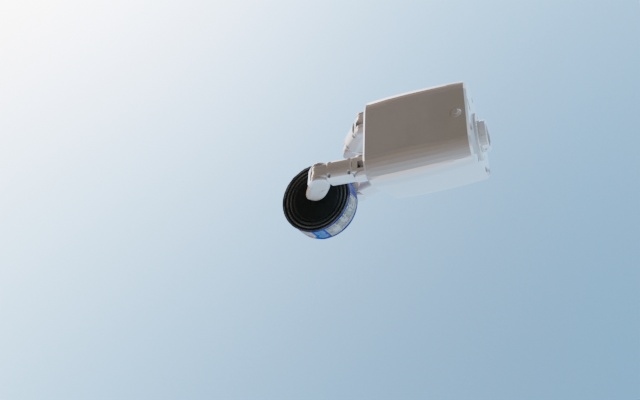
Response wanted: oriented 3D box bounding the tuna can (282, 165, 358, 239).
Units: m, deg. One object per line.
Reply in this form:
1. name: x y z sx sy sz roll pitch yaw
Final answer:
1. tuna can: 0.000 0.002 0.568 0.086 0.086 0.034 0 -23 27
